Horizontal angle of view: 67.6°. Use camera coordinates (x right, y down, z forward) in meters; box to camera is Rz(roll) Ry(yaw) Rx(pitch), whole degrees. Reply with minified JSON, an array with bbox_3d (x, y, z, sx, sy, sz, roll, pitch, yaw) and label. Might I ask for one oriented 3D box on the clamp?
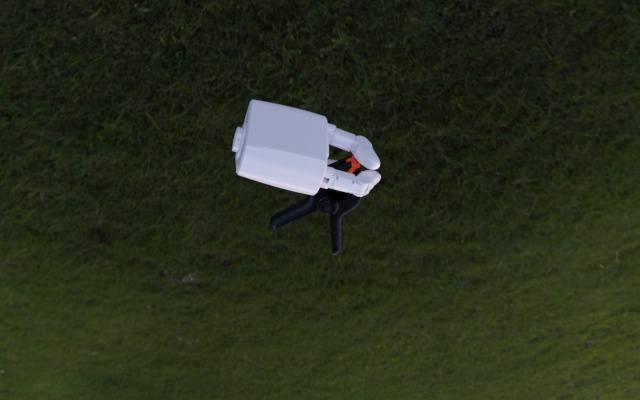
[{"bbox_3d":[0.000,0.003,0.697,0.120,0.171,0.039,14,33,-14],"label":"clamp"}]
